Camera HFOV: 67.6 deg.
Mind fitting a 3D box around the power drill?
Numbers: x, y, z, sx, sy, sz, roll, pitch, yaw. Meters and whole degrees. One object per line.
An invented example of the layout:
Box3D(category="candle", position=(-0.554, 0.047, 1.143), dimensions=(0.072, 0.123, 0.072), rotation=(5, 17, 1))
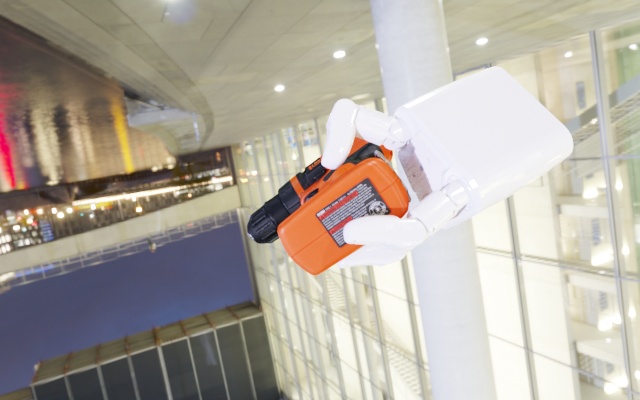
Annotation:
Box3D(category="power drill", position=(0.000, 0.001, 0.457), dimensions=(0.184, 0.057, 0.187), rotation=(-37, 14, 5))
